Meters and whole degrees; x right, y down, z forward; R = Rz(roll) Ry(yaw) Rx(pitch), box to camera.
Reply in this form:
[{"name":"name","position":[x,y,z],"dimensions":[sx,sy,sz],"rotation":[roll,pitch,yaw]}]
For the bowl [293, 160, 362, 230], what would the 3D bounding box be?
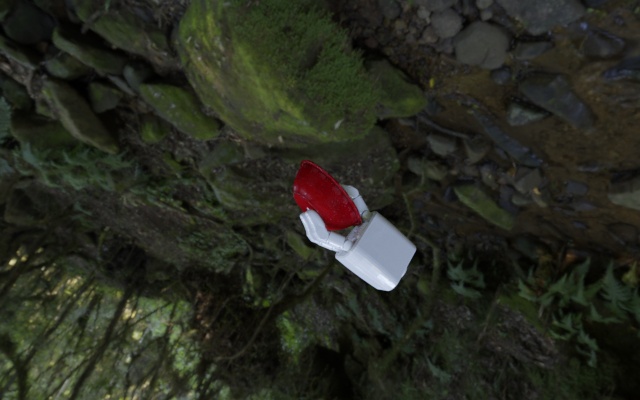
[{"name":"bowl","position":[-0.001,0.002,0.886],"dimensions":[0.055,0.162,0.162],"rotation":[-42,12,-14]}]
